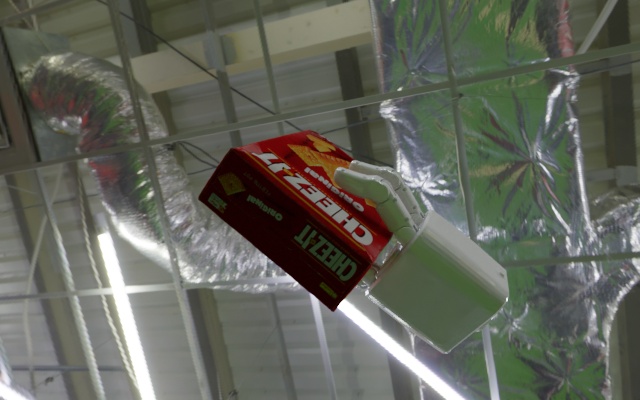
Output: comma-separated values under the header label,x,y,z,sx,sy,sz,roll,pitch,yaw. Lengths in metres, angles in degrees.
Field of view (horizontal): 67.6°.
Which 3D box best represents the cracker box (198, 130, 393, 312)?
label,x,y,z,sx,sy,sz,roll,pitch,yaw
cracker box,0.000,0.002,0.514,0.164,0.072,0.213,38,21,7
